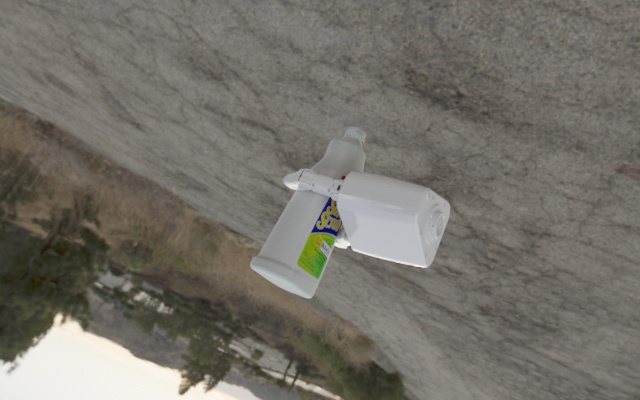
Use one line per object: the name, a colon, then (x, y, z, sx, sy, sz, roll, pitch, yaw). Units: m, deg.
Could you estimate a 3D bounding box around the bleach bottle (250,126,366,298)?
bleach bottle: (0.000, 0.002, 0.664, 0.068, 0.250, 0.103, 13, -21, 33)
